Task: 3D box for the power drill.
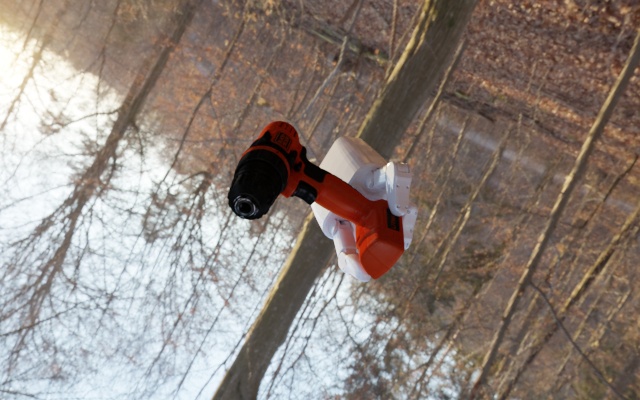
[{"bbox_3d":[0.000,0.002,0.498,0.188,0.057,0.184,36,27,-12],"label":"power drill"}]
